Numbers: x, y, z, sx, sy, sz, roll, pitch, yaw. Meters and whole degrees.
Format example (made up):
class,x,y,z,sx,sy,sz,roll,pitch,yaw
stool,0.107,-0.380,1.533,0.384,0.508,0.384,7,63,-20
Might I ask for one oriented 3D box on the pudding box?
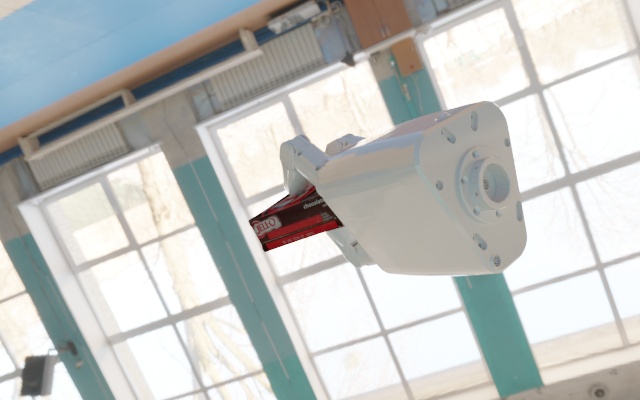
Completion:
class,x,y,z,sx,sy,sz,roll,pitch,yaw
pudding box,0.000,0.002,0.449,0.090,0.039,0.113,-19,8,31
